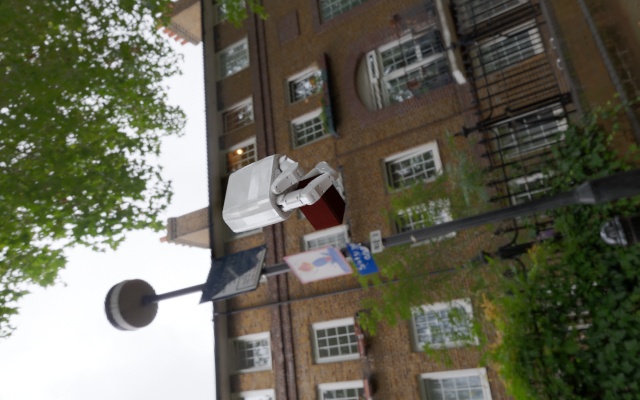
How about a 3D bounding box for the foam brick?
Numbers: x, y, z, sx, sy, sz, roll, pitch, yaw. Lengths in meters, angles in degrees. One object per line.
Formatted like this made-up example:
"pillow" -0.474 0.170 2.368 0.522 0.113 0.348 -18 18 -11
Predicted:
"foam brick" 0.000 0.003 0.800 0.051 0.078 0.053 -18 33 27
